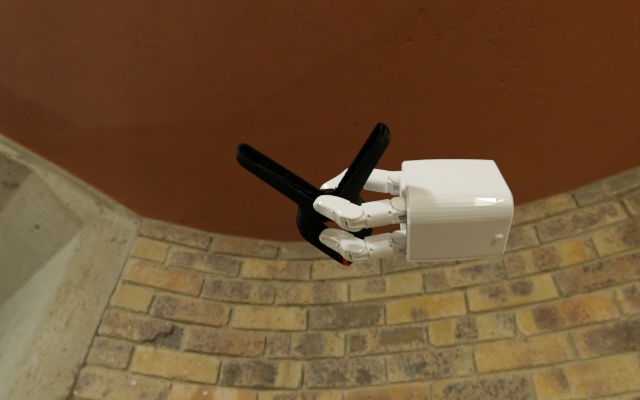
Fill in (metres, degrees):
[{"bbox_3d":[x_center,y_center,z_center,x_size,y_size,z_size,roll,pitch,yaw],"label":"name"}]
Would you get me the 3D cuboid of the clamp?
[{"bbox_3d":[0.000,0.002,0.555,0.164,0.036,0.210,-1,-45,9],"label":"clamp"}]
